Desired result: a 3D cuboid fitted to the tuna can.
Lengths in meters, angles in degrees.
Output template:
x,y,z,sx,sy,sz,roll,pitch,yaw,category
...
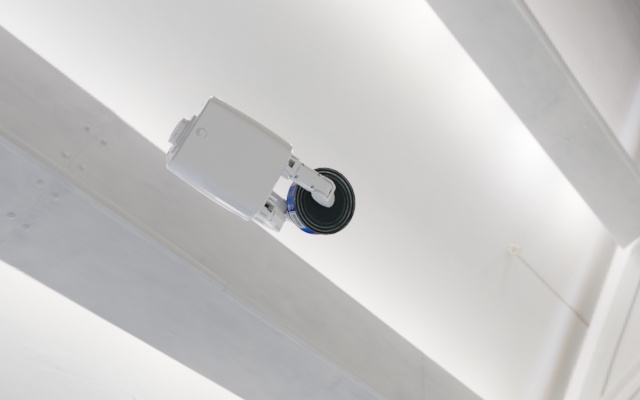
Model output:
x,y,z,sx,sy,sz,roll,pitch,yaw,category
0.000,0.002,0.614,0.086,0.086,0.034,0,-5,-25,tuna can
